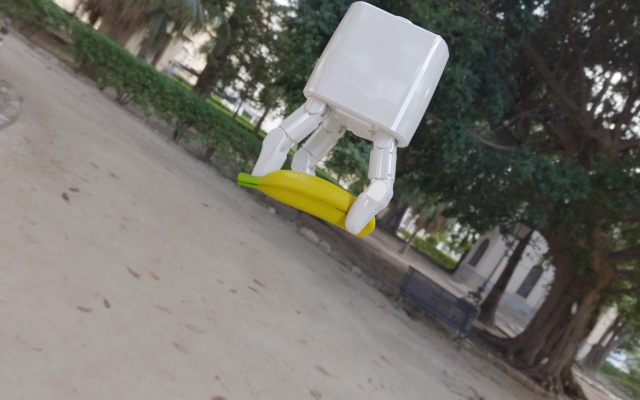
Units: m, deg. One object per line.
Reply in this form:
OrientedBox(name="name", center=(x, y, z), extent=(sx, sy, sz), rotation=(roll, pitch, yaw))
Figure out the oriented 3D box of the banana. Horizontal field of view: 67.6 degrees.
OrientedBox(name="banana", center=(0.010, 0.005, 0.501), extent=(0.198, 0.037, 0.069), rotation=(26, -5, -43))
